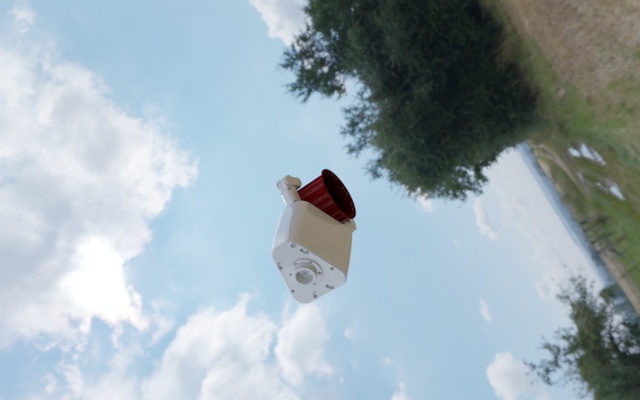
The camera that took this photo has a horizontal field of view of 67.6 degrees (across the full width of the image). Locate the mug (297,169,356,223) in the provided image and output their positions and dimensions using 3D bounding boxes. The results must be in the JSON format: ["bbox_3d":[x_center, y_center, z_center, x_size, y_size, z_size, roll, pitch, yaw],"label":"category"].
[{"bbox_3d":[0.000,0.002,0.789,0.081,0.093,0.117,-32,21,21],"label":"mug"}]
